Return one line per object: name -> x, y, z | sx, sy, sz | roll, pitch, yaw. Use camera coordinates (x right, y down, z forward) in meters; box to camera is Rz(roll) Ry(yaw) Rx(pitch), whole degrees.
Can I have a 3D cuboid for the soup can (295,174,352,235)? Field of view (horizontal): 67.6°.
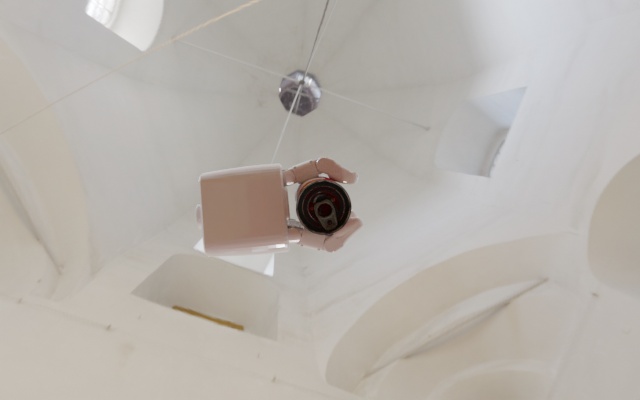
soup can -> 0.001, 0.002, 0.626 | 0.068, 0.068, 0.102 | 0, 8, -5
